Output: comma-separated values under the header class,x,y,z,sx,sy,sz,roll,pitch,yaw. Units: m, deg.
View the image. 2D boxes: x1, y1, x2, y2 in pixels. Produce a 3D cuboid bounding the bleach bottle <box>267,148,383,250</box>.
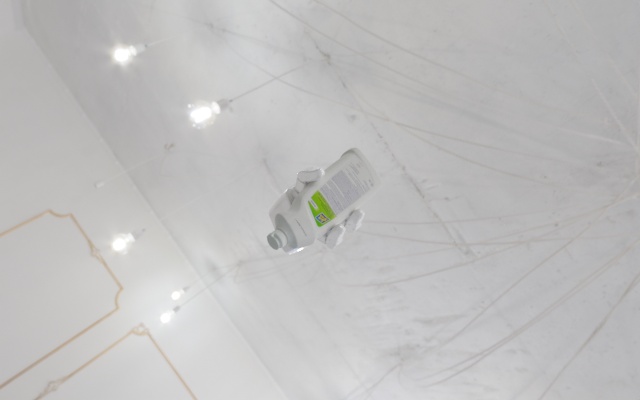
class,x,y,z,sx,sy,sz,roll,pitch,yaw
bleach bottle,0.000,0.003,0.853,0.250,0.102,0.068,-35,-2,-35
